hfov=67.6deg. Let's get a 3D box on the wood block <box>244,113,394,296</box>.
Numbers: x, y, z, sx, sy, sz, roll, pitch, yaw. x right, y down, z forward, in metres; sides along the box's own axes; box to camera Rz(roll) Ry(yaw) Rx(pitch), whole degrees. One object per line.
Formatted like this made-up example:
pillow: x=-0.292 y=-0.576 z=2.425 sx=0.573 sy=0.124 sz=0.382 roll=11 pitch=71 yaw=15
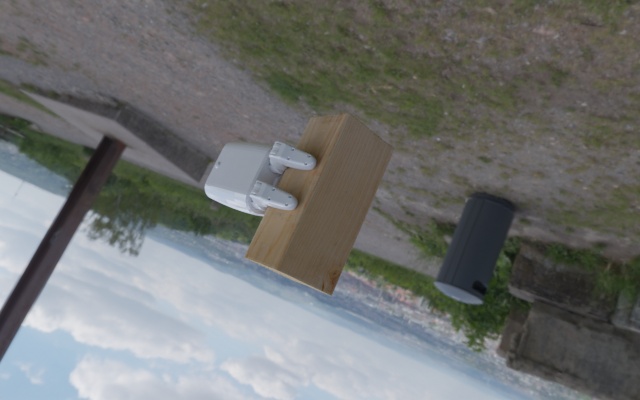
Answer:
wood block: x=0.000 y=0.002 z=0.612 sx=0.091 sy=0.206 sz=0.090 roll=32 pitch=-14 yaw=-33
